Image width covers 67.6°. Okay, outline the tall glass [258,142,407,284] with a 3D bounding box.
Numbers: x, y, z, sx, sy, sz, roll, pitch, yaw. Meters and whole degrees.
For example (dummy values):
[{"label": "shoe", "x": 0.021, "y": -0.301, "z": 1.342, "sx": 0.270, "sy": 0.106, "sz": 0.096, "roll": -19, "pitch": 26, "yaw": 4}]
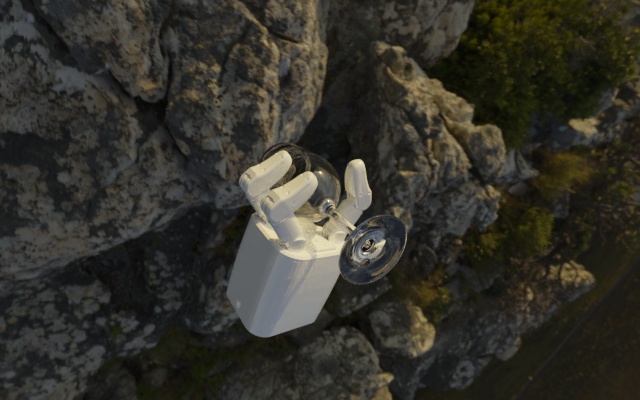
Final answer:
[{"label": "tall glass", "x": 0.001, "y": 0.002, "z": 0.508, "sx": 0.079, "sy": 0.079, "sz": 0.201, "roll": 0, "pitch": 27, "yaw": -33}]
